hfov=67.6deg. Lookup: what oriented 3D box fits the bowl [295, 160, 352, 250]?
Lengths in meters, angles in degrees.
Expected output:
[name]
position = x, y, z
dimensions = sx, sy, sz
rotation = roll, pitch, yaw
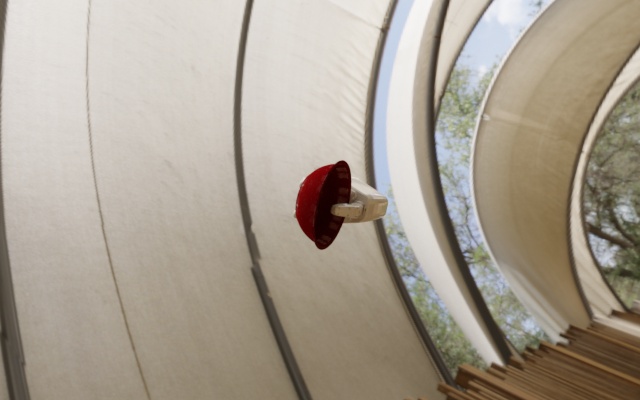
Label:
[bowl]
position = -0.001, 0.002, 0.843
dimensions = 0.055, 0.162, 0.162
rotation = 15, 5, 21
